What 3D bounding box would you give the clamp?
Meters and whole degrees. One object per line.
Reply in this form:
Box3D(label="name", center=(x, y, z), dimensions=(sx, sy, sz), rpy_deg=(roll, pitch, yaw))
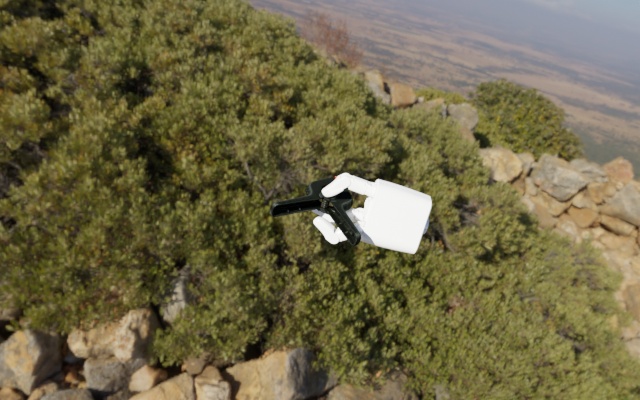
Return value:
Box3D(label="clamp", center=(0.001, 0.002, 0.894), dimensions=(0.164, 0.036, 0.210), rpy_deg=(18, 27, -2))
